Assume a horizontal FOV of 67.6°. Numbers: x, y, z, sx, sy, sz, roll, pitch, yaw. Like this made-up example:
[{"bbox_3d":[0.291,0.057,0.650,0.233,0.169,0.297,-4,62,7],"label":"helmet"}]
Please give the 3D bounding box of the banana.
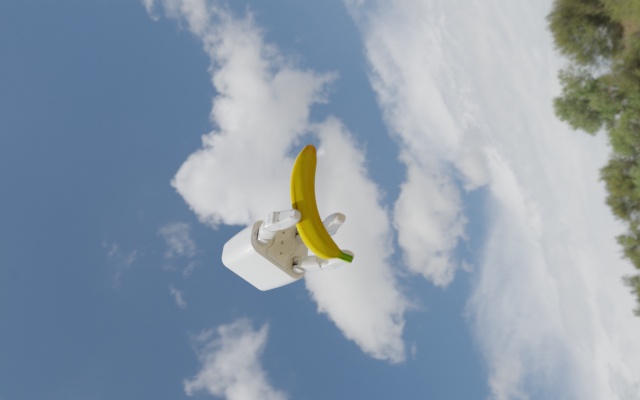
[{"bbox_3d":[-0.013,0.007,0.718,0.069,0.197,0.037,-4,-19,-41],"label":"banana"}]
